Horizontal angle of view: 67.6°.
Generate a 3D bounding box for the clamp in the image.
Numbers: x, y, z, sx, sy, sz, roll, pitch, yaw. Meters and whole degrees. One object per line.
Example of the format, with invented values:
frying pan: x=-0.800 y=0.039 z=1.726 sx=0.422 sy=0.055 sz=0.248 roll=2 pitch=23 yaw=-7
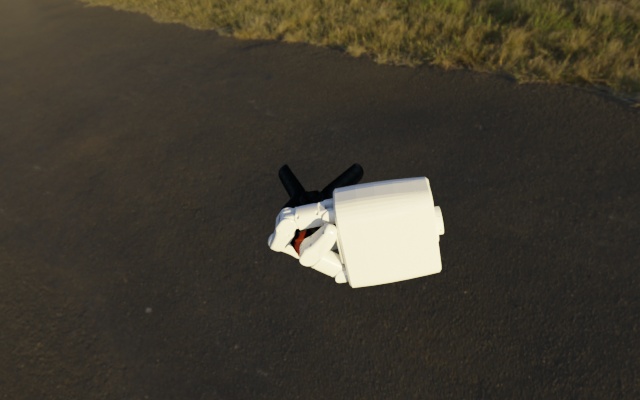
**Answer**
clamp: x=0.000 y=0.002 z=0.623 sx=0.120 sy=0.039 sz=0.171 roll=-10 pitch=41 yaw=8
